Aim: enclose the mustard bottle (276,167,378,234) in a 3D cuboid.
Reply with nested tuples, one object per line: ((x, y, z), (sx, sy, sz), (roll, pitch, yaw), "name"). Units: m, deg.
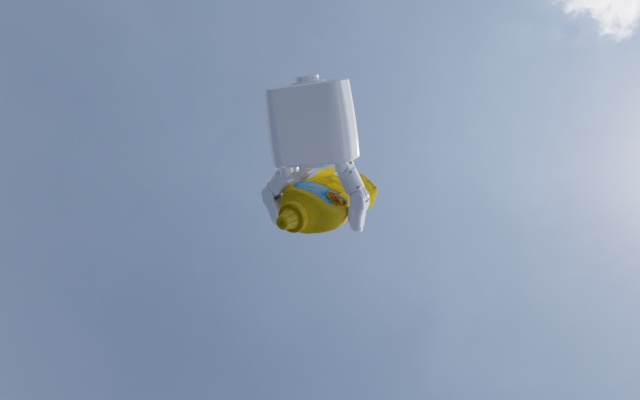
((0.000, 0.002, 0.677), (0.096, 0.058, 0.191), (27, 28, 22), "mustard bottle")
